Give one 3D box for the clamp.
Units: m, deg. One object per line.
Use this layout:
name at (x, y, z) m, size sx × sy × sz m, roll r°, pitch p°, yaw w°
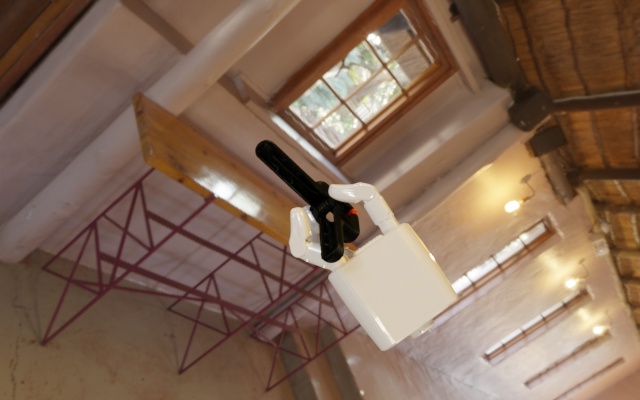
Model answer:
clamp at (0.001, 0.002, 0.608) m, size 0.036 × 0.164 × 0.210 m, roll -37°, pitch -12°, yaw 13°
